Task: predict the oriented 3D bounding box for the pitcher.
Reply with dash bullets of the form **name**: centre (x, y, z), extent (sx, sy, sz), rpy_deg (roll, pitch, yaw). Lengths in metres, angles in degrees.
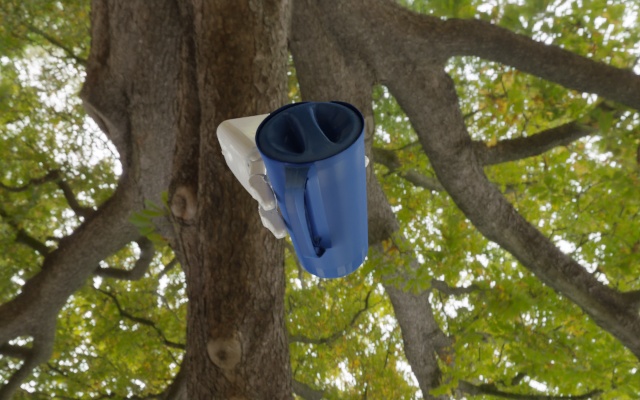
- **pitcher**: centre (0.000, 0.002, 0.644), extent (0.149, 0.243, 0.145), rpy_deg (-31, 46, -20)
